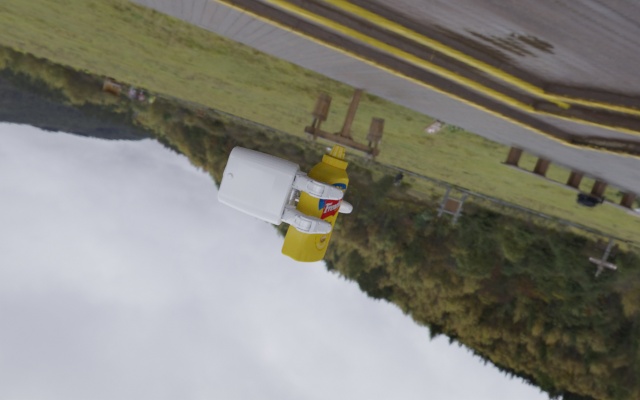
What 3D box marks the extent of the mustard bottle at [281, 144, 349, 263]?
[{"bbox_3d":[0.000,0.003,0.772,0.058,0.191,0.096,23,8,29],"label":"mustard bottle"}]
